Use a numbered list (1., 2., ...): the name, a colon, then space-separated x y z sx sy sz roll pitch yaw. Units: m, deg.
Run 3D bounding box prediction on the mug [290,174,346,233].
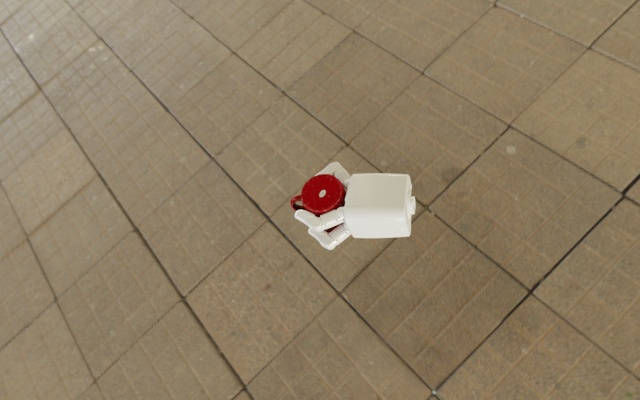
1. mug: -0.001 0.003 0.900 0.117 0.093 0.081 -1 -26 16
